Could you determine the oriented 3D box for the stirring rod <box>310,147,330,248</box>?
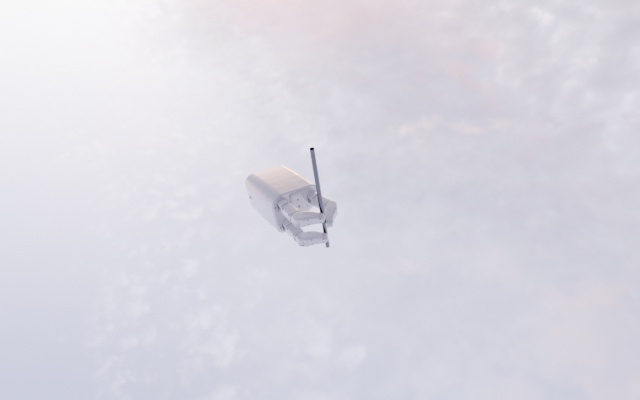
[{"bbox_3d":[0.000,0.003,0.863,0.011,0.240,0.011,-5,43,5],"label":"stirring rod"}]
